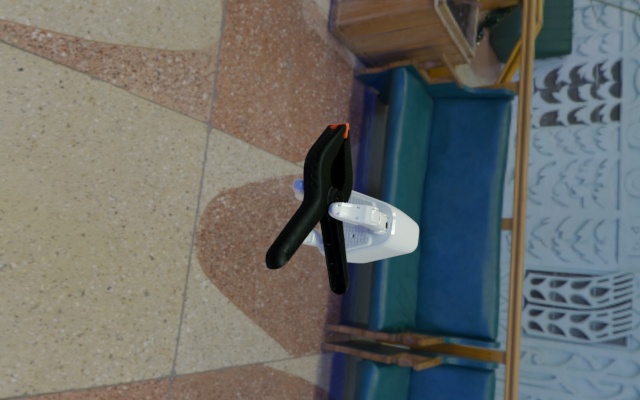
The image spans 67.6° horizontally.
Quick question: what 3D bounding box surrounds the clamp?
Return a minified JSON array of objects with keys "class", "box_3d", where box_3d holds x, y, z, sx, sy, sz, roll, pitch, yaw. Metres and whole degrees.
[{"class":"clamp","box_3d":[0.001,0.001,0.565,0.036,0.210,0.164,1,-12,30]}]
